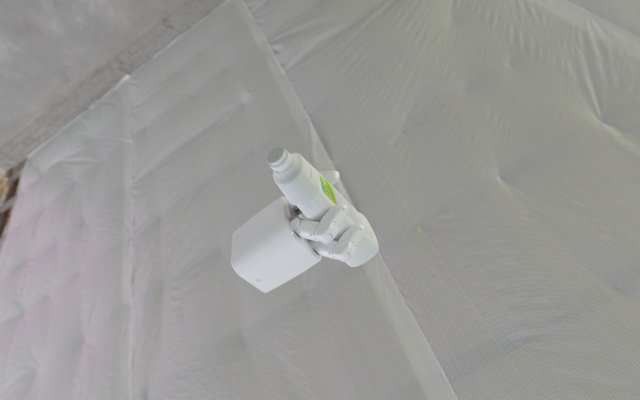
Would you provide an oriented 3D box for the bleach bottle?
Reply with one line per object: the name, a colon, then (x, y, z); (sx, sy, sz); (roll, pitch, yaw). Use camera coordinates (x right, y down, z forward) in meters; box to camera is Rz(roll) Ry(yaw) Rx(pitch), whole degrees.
bleach bottle: (0.000, 0.002, 0.719); (0.068, 0.102, 0.251); (-34, -47, 9)
